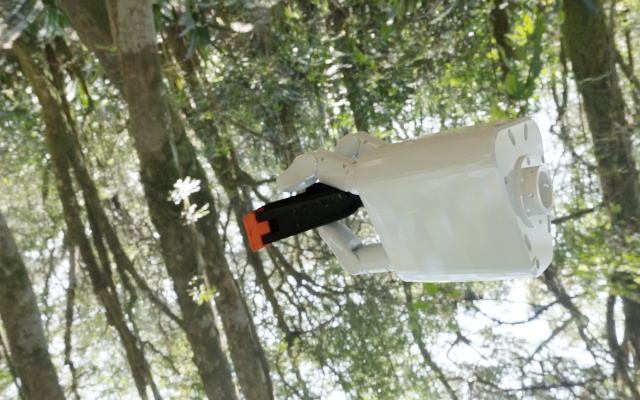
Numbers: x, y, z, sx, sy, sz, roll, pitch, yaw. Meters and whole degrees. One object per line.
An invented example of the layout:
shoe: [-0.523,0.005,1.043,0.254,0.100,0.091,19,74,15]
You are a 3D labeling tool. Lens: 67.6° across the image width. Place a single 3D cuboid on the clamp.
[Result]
clamp: [0.000,0.002,0.442,0.164,0.036,0.210,-11,7,43]
